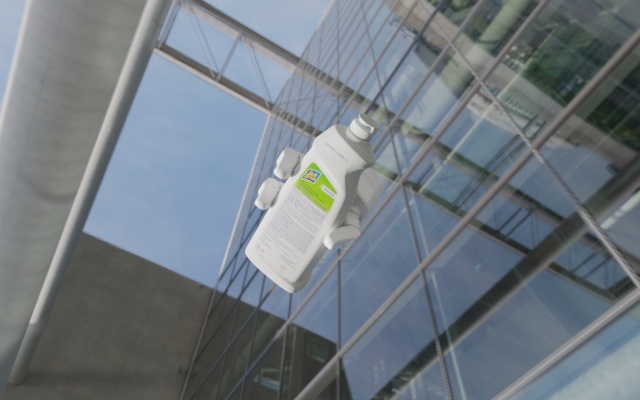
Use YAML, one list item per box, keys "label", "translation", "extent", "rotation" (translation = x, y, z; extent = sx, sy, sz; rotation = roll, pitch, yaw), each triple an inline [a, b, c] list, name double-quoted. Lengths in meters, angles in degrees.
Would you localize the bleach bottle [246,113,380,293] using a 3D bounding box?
- label: "bleach bottle"
  translation: [0.000, 0.002, 0.617]
  extent: [0.102, 0.251, 0.068]
  rotation: [38, 28, 5]
